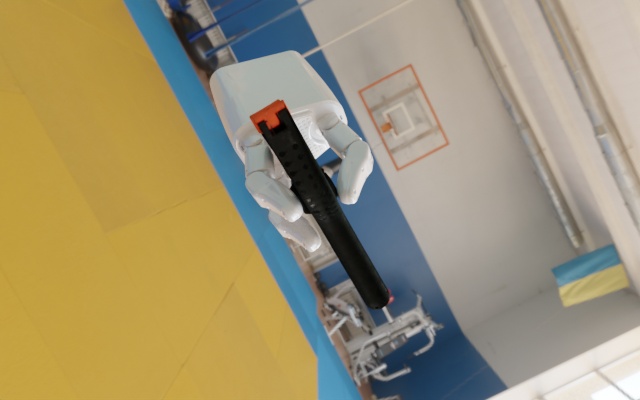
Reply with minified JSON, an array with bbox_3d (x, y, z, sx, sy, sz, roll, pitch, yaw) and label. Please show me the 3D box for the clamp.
[{"bbox_3d":[0.001,0.001,0.426,0.036,0.164,0.210,-32,-37,-2],"label":"clamp"}]
